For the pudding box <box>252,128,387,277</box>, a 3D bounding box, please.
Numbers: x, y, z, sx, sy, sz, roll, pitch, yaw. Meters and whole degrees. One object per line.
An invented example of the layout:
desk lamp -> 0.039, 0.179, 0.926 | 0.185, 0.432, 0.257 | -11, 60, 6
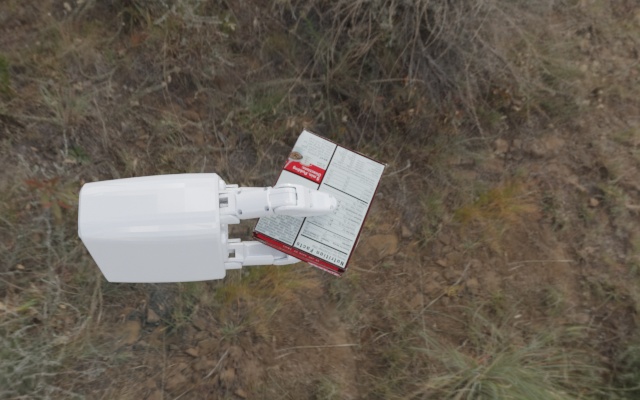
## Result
pudding box -> 0.000, 0.001, 0.440 | 0.090, 0.113, 0.039 | 24, -17, -1
